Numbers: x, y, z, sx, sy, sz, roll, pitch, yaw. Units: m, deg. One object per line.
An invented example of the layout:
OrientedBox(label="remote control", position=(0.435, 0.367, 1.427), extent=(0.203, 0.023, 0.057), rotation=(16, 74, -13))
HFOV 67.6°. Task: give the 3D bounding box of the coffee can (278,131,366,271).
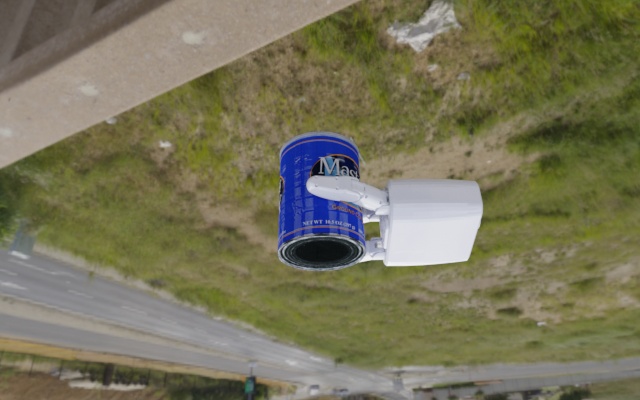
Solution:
OrientedBox(label="coffee can", position=(0.000, 0.002, 0.583), extent=(0.103, 0.140, 0.103), rotation=(-1, -30, -1))
